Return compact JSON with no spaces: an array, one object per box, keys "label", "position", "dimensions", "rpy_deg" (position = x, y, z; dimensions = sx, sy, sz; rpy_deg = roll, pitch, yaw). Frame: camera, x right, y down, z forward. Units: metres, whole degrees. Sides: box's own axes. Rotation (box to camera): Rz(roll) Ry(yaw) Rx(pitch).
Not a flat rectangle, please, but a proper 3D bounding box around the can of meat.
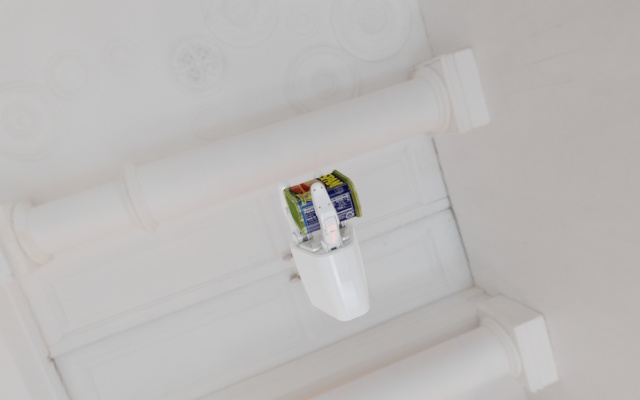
[{"label":"can of meat","position":[0.000,0.002,0.669],"dimensions":[0.084,0.057,0.102],"rpy_deg":[-20,18,-9]}]
